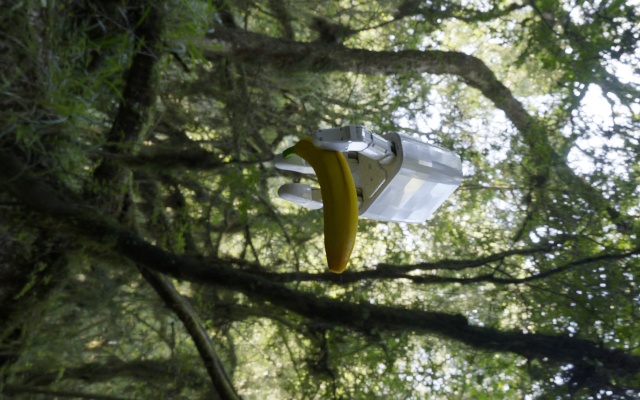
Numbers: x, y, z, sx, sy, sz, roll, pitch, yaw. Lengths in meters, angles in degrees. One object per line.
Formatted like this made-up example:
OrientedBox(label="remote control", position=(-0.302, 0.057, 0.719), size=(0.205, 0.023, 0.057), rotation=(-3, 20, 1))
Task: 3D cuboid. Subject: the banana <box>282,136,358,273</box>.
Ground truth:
OrientedBox(label="banana", position=(0.008, -0.014, 0.527), size=(0.037, 0.070, 0.197), rotation=(13, 37, -32))
